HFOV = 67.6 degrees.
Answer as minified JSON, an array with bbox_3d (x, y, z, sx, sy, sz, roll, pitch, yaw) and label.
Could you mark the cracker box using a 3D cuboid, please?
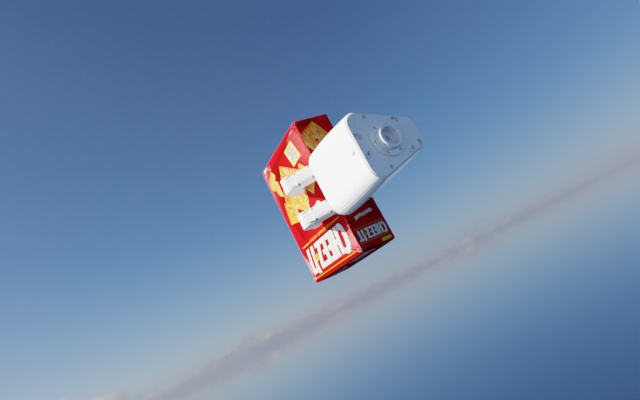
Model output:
[{"bbox_3d":[0.000,0.002,0.741,0.072,0.213,0.164,-19,-15,-31],"label":"cracker box"}]
